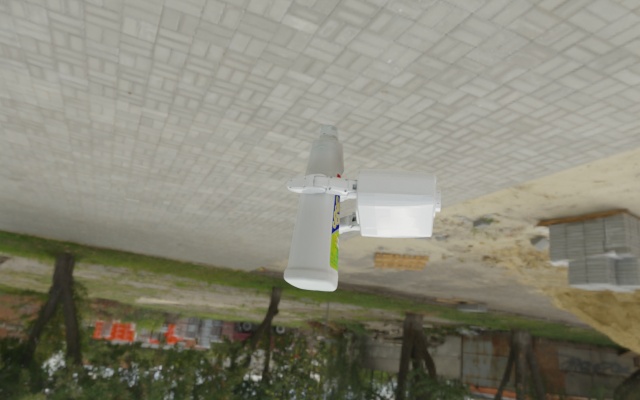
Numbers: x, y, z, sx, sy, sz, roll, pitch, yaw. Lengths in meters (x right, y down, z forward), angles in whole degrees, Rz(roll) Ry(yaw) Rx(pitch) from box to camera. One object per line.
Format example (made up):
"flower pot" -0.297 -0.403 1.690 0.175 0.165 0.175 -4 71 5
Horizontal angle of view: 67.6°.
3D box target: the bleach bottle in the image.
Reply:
"bleach bottle" 0.000 0.002 0.711 0.068 0.250 0.103 2 -18 13
